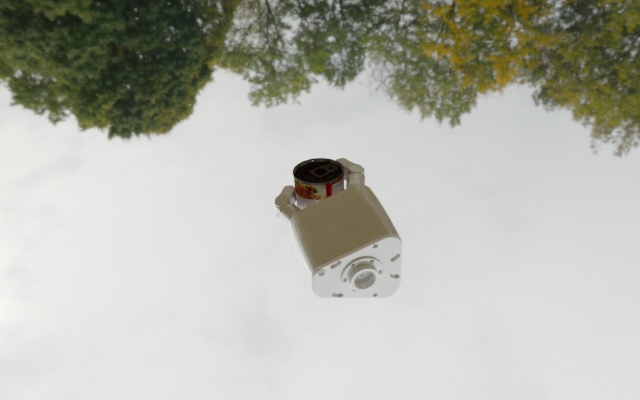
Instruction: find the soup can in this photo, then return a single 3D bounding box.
[{"bbox_3d":[0.000,0.002,0.654,0.068,0.102,0.068,-3,33,2],"label":"soup can"}]
